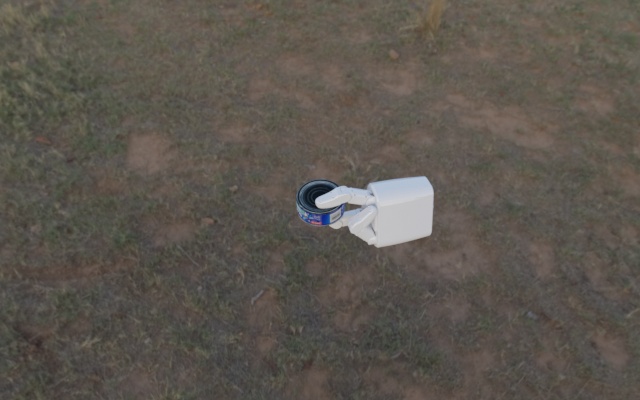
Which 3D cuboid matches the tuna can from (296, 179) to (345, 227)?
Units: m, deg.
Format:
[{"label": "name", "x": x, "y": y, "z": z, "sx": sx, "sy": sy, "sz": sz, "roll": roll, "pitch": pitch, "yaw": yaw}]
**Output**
[{"label": "tuna can", "x": 0.000, "y": 0.002, "z": 0.839, "sx": 0.086, "sy": 0.086, "sz": 0.034, "roll": 0, "pitch": -43, "yaw": 2}]
